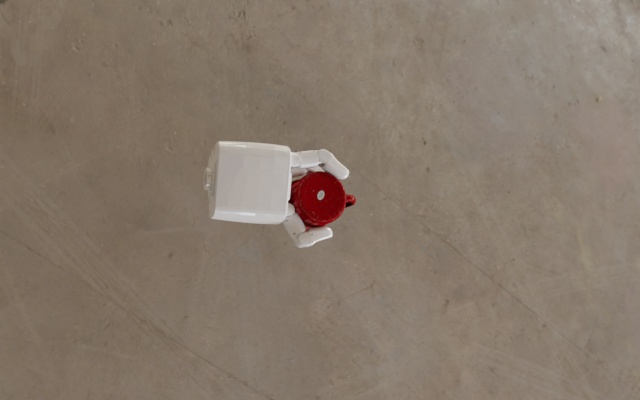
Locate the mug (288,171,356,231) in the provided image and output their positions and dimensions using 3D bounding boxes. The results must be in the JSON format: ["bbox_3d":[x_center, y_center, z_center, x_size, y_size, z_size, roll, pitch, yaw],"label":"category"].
[{"bbox_3d":[0.002,0.003,0.751,0.117,0.093,0.081,2,-12,-21],"label":"mug"}]
